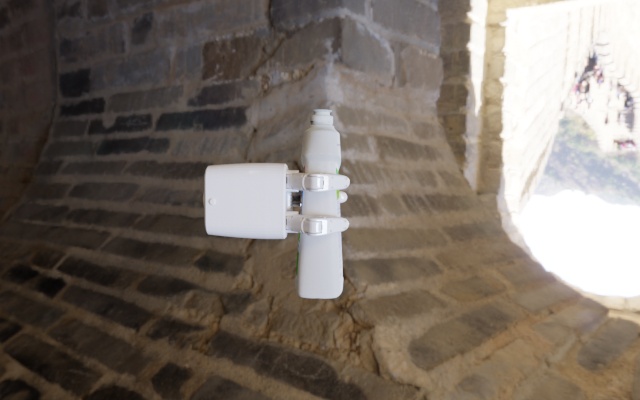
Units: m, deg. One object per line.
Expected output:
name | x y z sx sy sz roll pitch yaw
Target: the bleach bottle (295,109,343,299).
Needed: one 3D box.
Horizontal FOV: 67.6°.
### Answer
bleach bottle | 0.000 0.002 0.667 0.068 0.251 0.102 1 5 1
